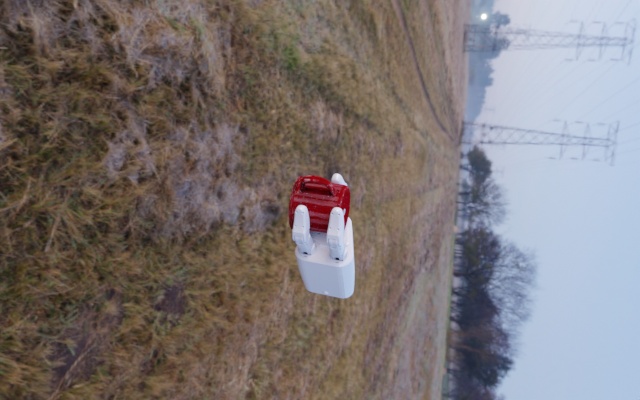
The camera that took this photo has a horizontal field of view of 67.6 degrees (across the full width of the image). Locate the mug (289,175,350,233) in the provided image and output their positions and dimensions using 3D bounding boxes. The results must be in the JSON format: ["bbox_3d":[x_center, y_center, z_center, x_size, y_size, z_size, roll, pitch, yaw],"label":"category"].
[{"bbox_3d":[0.000,0.002,0.769,0.081,0.093,0.117,8,-40,14],"label":"mug"}]
